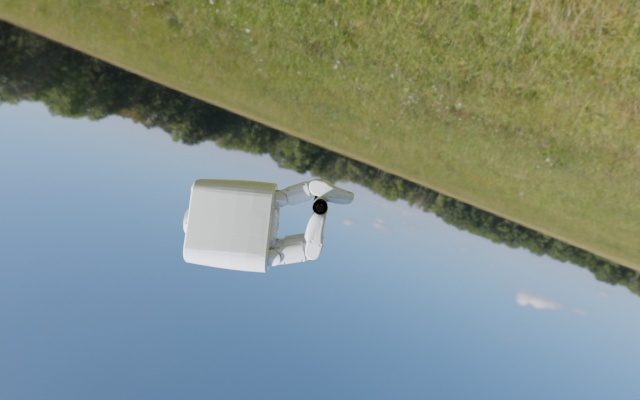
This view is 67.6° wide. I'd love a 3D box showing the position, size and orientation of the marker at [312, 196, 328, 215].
[{"bbox_3d":[0.000,0.002,0.628,0.020,0.020,0.121,0,6,1],"label":"marker"}]
